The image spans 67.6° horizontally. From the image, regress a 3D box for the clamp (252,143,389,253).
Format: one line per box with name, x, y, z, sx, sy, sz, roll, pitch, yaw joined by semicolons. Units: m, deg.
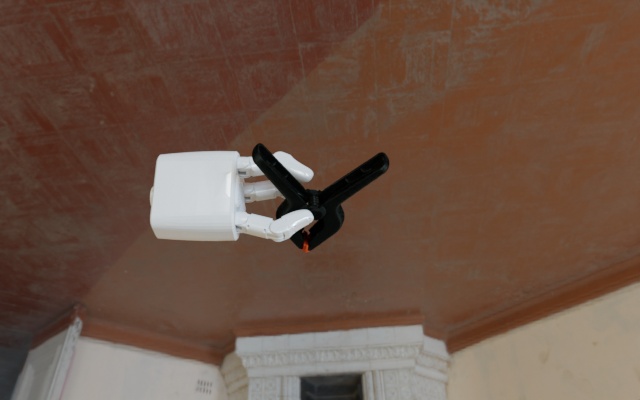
clamp;0.000;0.003;0.637;0.164;0.036;0.210;0;-38;-1
